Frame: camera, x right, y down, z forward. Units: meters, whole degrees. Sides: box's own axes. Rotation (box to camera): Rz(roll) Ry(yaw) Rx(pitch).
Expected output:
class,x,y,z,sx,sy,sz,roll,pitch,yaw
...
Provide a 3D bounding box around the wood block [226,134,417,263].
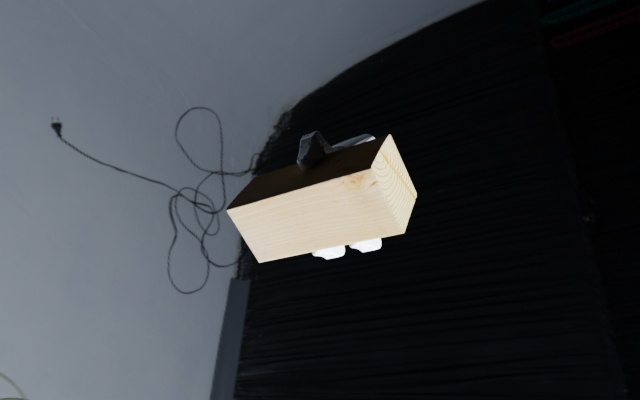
class,x,y,z,sx,sy,sz,roll,pitch,yaw
wood block,0.000,0.001,0.594,0.206,0.091,0.090,-15,24,30
